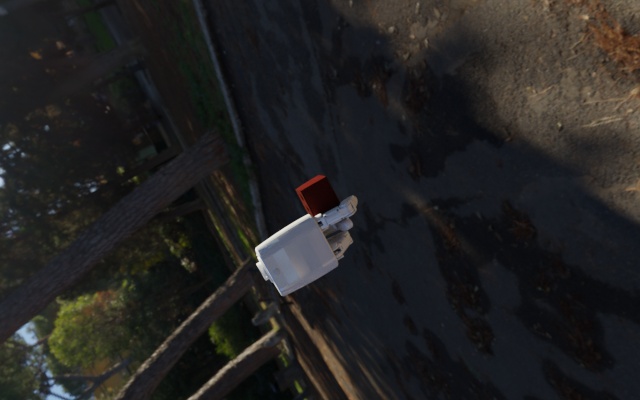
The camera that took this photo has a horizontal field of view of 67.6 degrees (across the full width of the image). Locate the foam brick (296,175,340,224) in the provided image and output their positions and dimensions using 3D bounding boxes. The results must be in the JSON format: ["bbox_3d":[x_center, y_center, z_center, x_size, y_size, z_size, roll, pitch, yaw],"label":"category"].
[{"bbox_3d":[0.000,0.002,0.808,0.051,0.078,0.053,-29,10,-7],"label":"foam brick"}]
